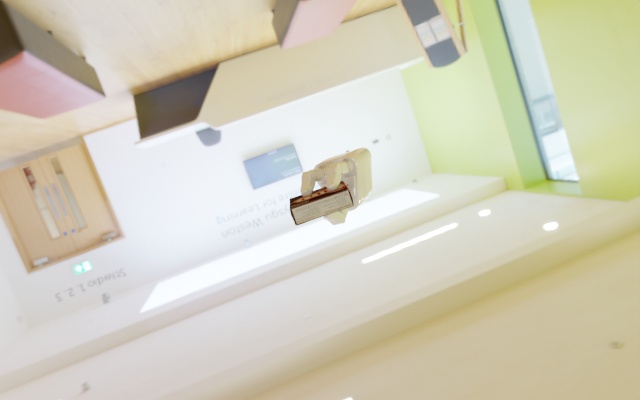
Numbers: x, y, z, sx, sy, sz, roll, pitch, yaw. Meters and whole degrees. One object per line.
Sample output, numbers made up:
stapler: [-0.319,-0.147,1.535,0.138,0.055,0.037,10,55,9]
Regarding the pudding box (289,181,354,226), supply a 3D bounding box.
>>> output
pudding box: [0.000,0.003,0.877,0.113,0.039,0.090,-21,11,0]
